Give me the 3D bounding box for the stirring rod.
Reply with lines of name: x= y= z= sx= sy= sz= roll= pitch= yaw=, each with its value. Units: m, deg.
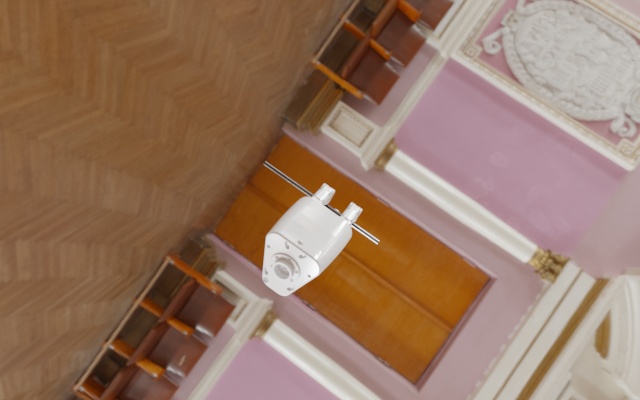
stirring rod: x=0.000 y=0.003 z=0.822 sx=0.239 sy=0.011 sz=0.011 roll=35 pitch=5 yaw=7
